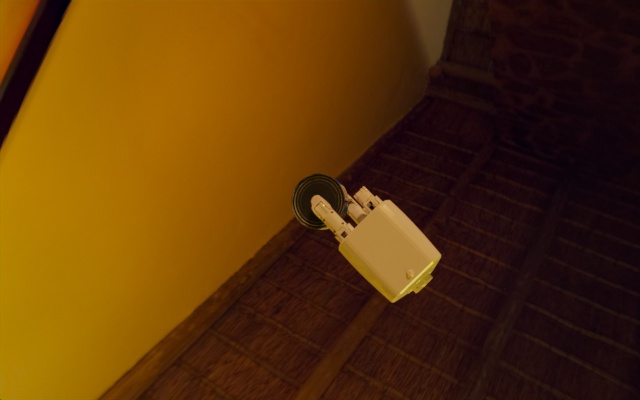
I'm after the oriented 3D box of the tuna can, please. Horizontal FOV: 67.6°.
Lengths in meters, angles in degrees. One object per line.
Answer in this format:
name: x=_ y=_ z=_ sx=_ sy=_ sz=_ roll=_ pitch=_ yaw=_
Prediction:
tuna can: x=0.000 y=0.002 z=0.741 sx=0.086 sy=0.086 sz=0.034 roll=0 pitch=-6 yaw=17
